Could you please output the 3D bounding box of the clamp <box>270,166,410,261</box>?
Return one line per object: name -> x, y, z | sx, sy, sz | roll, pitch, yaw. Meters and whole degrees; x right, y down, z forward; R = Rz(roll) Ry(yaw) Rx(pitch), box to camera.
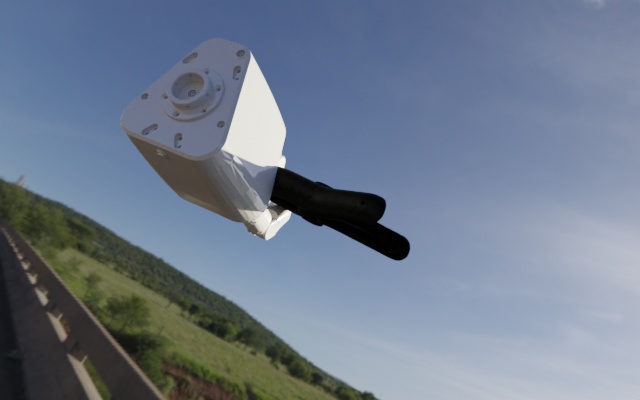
clamp -> 0.000, 0.001, 0.439 | 0.171, 0.039, 0.120 | 21, -20, 19
